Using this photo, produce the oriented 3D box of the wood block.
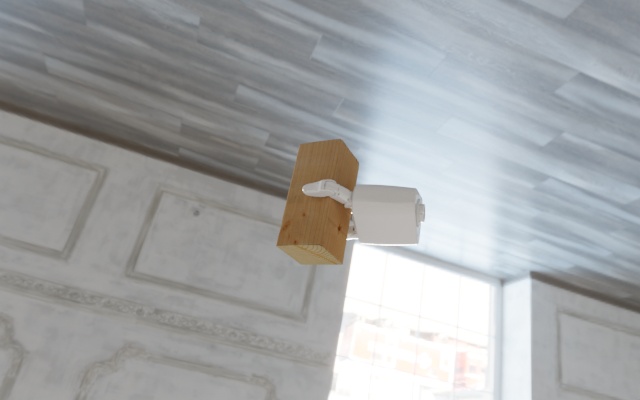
[{"bbox_3d":[0.000,0.003,0.859,0.090,0.206,0.091,-4,-29,29],"label":"wood block"}]
